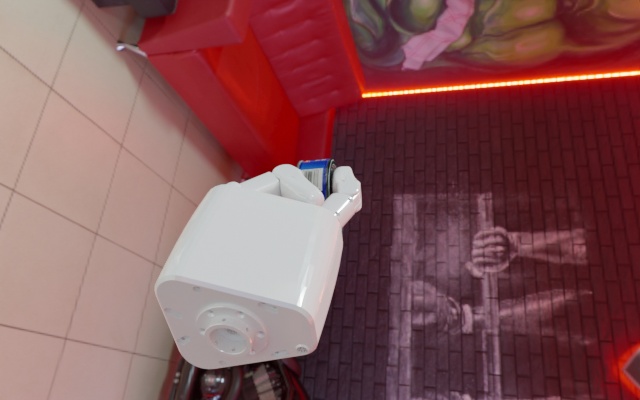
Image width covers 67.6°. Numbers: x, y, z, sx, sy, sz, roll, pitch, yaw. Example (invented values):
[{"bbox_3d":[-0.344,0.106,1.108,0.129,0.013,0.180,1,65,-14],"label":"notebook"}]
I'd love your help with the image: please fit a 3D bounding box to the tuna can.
[{"bbox_3d":[0.001,0.001,0.476,0.034,0.086,0.086,-4,-1,11],"label":"tuna can"}]
